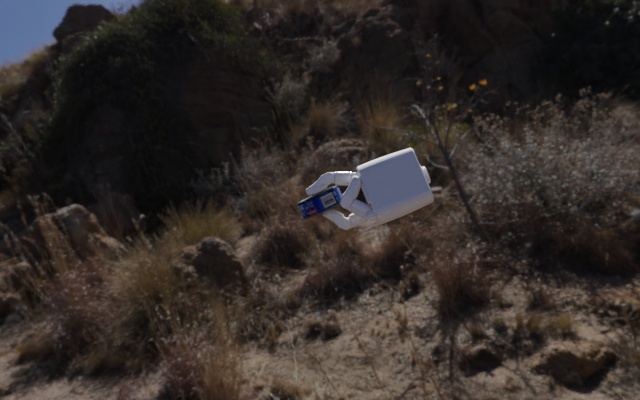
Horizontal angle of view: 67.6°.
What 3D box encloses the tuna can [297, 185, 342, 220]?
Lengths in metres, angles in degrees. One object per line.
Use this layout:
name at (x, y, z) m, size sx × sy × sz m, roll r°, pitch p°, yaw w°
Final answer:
tuna can at (0.000, 0.002, 0.899) m, size 0.086 × 0.034 × 0.086 m, roll -25°, pitch 3°, yaw 2°
